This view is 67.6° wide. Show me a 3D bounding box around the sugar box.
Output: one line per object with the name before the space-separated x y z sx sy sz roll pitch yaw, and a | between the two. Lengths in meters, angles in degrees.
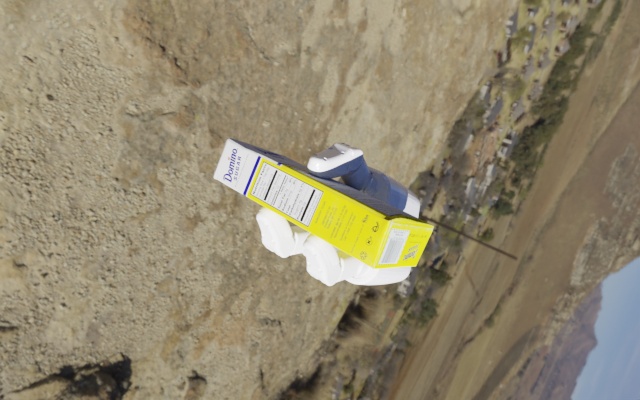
sugar box | 0.000 0.002 0.417 0.176 0.048 0.093 25 7 31
